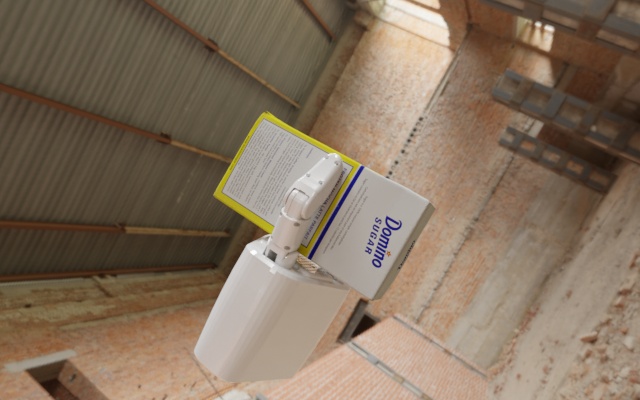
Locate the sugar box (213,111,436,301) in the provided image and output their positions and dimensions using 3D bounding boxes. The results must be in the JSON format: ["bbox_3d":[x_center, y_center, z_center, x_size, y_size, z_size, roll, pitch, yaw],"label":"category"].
[{"bbox_3d":[0.000,0.002,0.420,0.176,0.093,0.048,32,3,20],"label":"sugar box"}]
